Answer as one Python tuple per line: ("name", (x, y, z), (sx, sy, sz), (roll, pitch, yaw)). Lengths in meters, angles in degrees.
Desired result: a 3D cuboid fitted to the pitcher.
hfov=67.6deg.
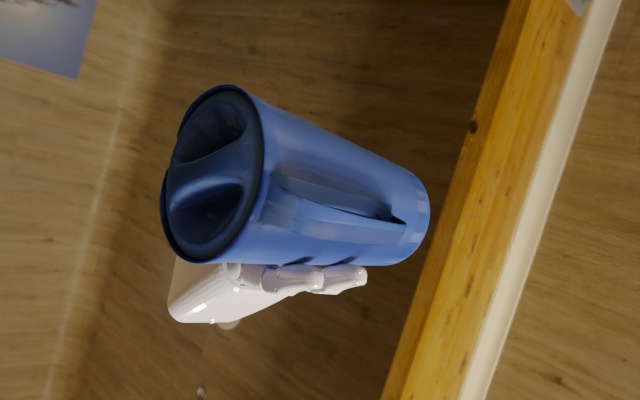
("pitcher", (0.000, 0.001, 0.424), (0.243, 0.149, 0.145), (13, -38, -45))
